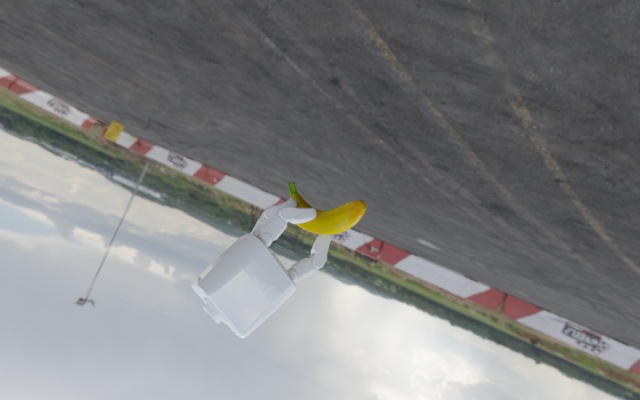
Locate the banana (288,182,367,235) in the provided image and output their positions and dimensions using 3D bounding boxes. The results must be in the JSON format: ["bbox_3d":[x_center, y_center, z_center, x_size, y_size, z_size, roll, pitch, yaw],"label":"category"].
[{"bbox_3d":[0.000,0.020,0.736,0.037,0.070,0.197,-16,19,-34],"label":"banana"}]
